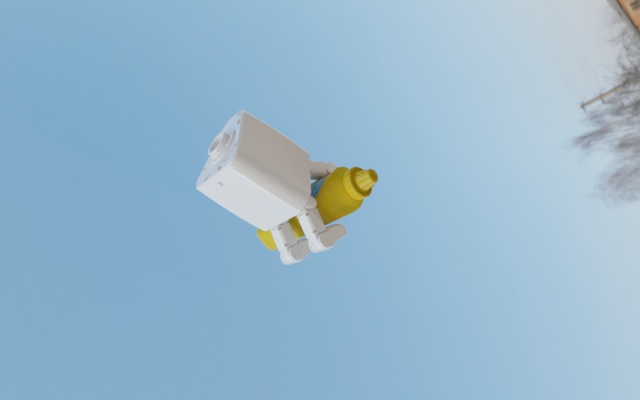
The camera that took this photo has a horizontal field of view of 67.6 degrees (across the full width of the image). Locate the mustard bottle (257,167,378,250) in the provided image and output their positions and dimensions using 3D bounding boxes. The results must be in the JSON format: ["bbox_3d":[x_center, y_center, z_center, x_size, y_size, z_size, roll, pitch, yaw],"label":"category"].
[{"bbox_3d":[0.000,0.002,0.635,0.192,0.058,0.096,-28,15,42],"label":"mustard bottle"}]
